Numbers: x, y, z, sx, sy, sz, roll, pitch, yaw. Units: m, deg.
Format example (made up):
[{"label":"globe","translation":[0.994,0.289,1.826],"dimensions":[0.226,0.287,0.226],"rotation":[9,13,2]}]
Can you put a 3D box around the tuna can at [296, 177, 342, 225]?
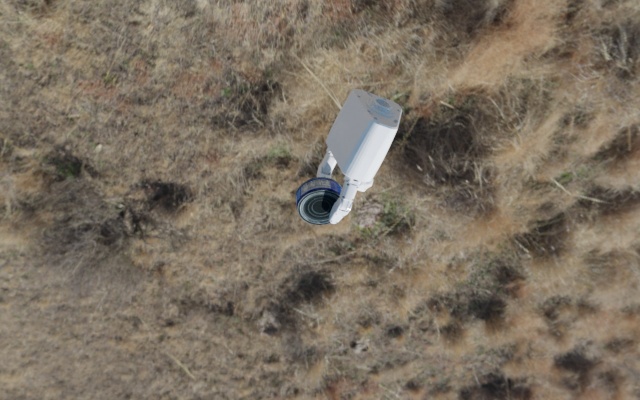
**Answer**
[{"label":"tuna can","translation":[0.000,0.003,0.830],"dimensions":[0.086,0.086,0.033],"rotation":[0,42,-6]}]
